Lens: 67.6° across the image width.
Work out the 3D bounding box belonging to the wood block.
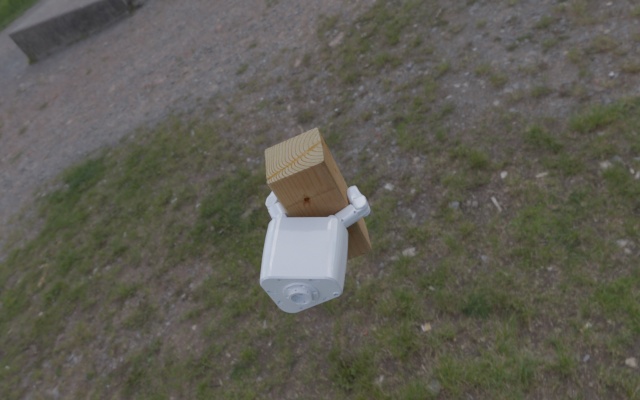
[{"bbox_3d":[0.000,0.003,0.757,0.091,0.206,0.090,-22,40,10],"label":"wood block"}]
